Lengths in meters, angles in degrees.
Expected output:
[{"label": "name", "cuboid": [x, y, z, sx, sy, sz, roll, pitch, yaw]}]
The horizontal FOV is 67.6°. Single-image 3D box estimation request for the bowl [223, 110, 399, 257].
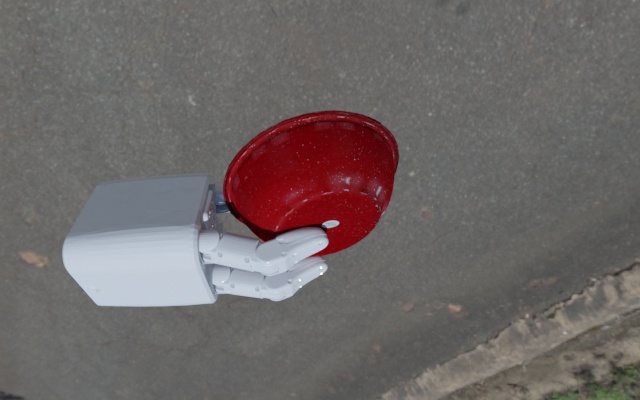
[{"label": "bowl", "cuboid": [0.001, 0.001, 0.413, 0.162, 0.055, 0.162, -12, -37, -9]}]
